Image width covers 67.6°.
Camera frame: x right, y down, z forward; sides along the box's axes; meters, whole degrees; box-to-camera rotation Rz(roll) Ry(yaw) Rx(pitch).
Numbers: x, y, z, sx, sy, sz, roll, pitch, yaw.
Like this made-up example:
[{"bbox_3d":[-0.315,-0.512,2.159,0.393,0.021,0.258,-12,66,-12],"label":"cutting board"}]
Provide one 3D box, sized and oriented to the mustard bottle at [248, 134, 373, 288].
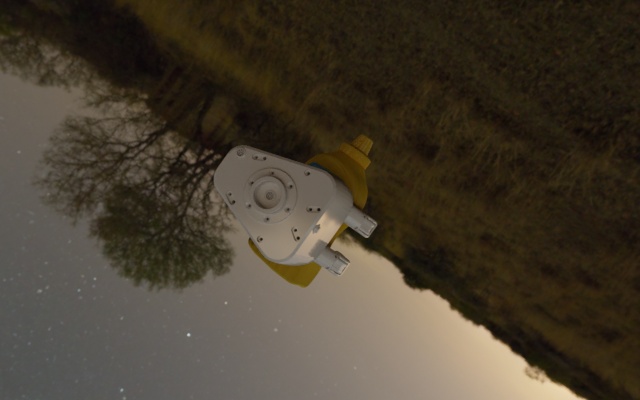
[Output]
[{"bbox_3d":[0.000,0.002,0.575,0.096,0.191,0.058,36,1,36],"label":"mustard bottle"}]
